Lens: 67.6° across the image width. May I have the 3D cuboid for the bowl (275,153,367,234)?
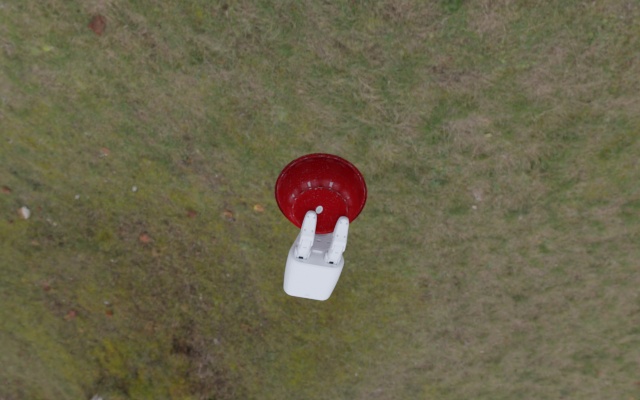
[{"bbox_3d":[0.000,0.002,0.809,0.162,0.162,0.055,0,33,2],"label":"bowl"}]
